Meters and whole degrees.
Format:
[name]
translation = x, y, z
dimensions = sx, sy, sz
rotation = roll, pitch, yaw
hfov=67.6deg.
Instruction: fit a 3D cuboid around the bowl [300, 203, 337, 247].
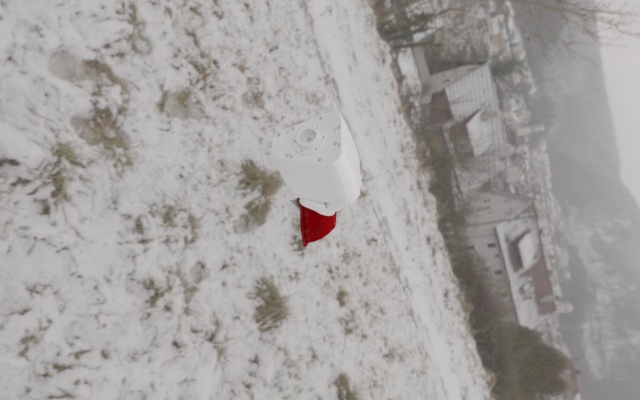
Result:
[bowl]
translation = 0.001, 0.003, 0.851
dimensions = 0.055, 0.162, 0.162
rotation = 1, 0, 5
